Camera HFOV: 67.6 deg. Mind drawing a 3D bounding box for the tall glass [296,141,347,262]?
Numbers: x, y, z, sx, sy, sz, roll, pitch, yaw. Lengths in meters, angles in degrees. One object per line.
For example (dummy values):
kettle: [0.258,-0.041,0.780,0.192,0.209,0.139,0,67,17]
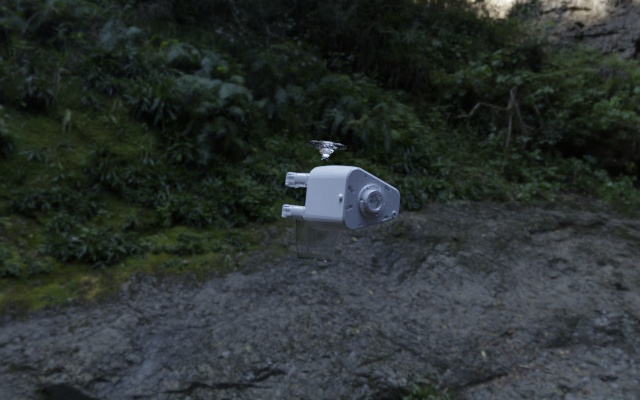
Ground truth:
tall glass: [0.000,0.002,0.825,0.079,0.201,0.079,6,-2,0]
